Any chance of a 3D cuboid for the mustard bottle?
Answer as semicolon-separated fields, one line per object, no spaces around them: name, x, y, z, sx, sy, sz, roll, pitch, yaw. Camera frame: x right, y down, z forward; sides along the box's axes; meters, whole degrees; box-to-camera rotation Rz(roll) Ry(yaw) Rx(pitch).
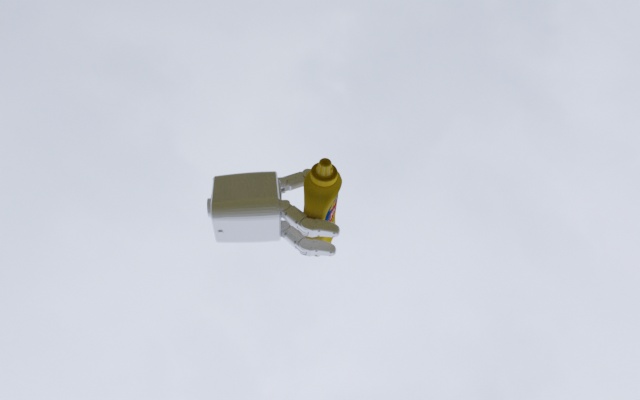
mustard bottle;0.000;0.003;0.769;0.058;0.096;0.192;16;-38;8
